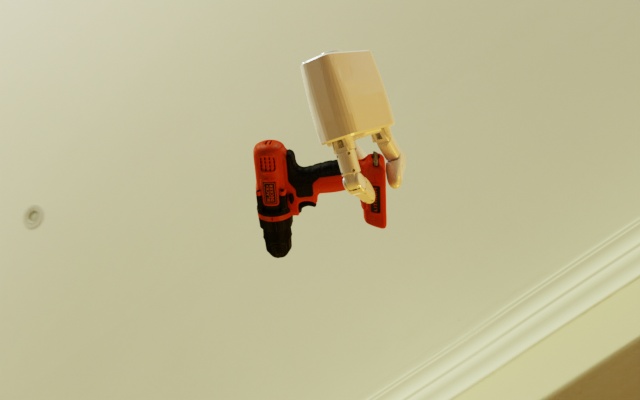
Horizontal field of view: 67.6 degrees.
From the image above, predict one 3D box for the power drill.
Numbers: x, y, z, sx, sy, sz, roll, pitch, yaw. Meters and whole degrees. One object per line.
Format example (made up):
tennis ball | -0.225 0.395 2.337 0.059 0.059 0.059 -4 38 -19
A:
power drill | 0.001 0.002 0.683 0.187 0.184 0.057 -1 28 4
